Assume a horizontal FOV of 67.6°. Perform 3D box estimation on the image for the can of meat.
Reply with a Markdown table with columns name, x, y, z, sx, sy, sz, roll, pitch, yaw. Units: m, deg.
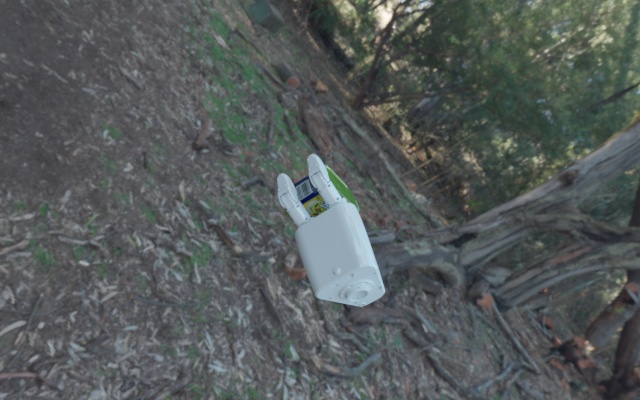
| name | x | y | z | sx | sy | sz | roll | pitch | yaw |
| --- | --- | --- | --- | --- | --- | --- | --- | --- | --- |
| can of meat | 0.000 | 0.002 | 0.736 | 0.084 | 0.057 | 0.102 | -32 | -43 | 16 |
